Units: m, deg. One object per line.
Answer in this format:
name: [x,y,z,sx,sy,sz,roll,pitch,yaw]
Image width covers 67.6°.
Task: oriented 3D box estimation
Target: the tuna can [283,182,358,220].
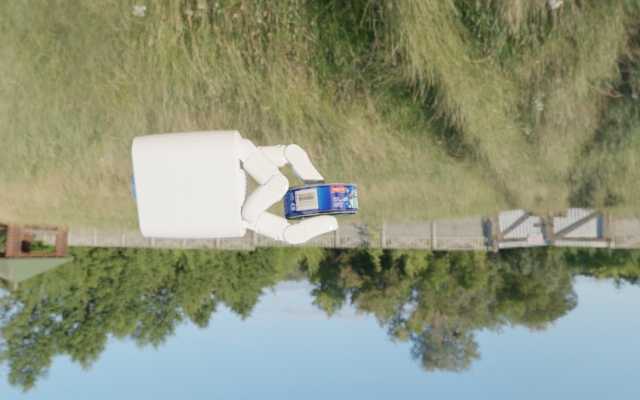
tuna can: [0.000,0.002,0.549,0.086,0.033,0.086,-5,-6,0]
